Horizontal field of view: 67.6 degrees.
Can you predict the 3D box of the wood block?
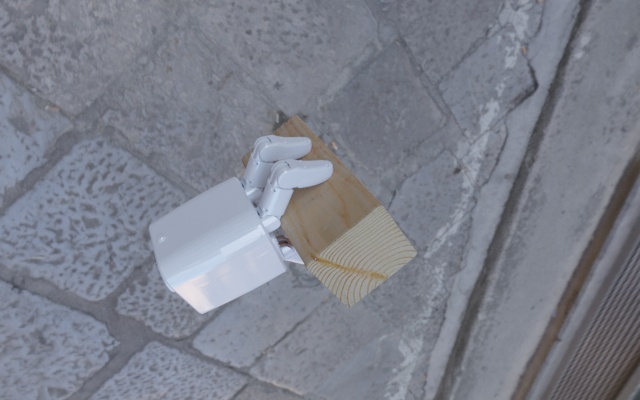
[{"bbox_3d":[0.000,0.002,0.522,0.091,0.090,0.206,50,2,-41],"label":"wood block"}]
